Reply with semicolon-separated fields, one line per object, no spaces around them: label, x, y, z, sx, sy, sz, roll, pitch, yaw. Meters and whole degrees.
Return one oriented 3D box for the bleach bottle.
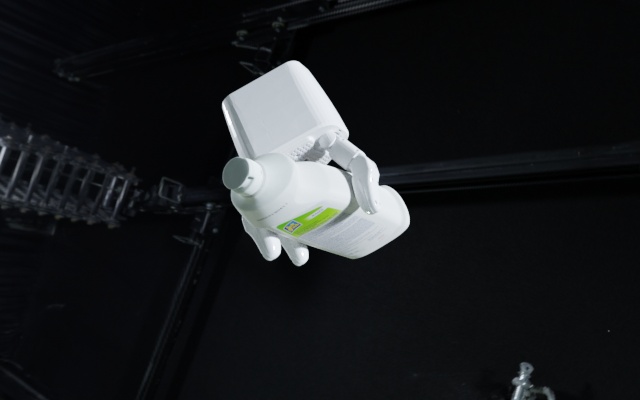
bleach bottle;0.000;0.002;0.495;0.102;0.068;0.251;-36;-29;18
